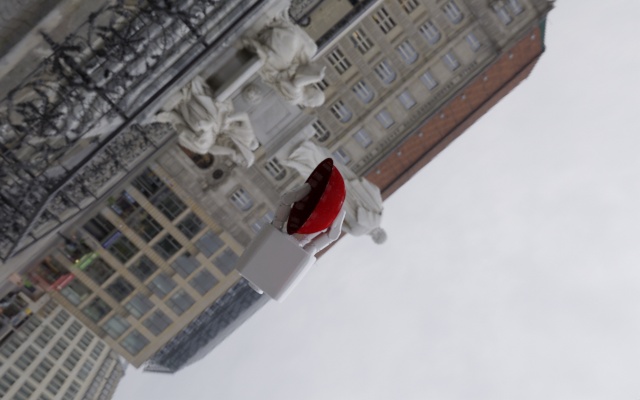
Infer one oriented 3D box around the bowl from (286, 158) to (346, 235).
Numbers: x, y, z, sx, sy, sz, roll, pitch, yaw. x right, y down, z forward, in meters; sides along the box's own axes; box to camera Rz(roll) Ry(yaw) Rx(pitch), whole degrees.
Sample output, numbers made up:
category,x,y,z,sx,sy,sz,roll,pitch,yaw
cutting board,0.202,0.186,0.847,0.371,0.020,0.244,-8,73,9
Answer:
category,x,y,z,sx,sy,sz,roll,pitch,yaw
bowl,0.001,0.002,0.887,0.055,0.162,0.162,28,-8,-16
